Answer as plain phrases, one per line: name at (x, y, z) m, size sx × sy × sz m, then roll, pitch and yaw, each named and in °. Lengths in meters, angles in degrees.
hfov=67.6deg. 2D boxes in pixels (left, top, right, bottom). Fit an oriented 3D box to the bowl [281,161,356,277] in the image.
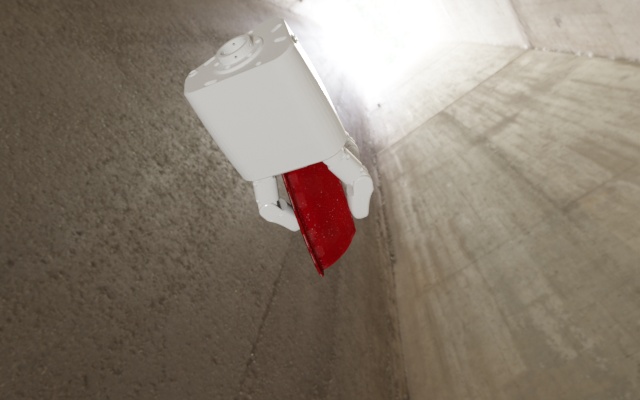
bowl at (0.001, 0.002, 0.544) m, size 0.055 × 0.162 × 0.162 m, roll -19°, pitch 0°, yaw 1°
